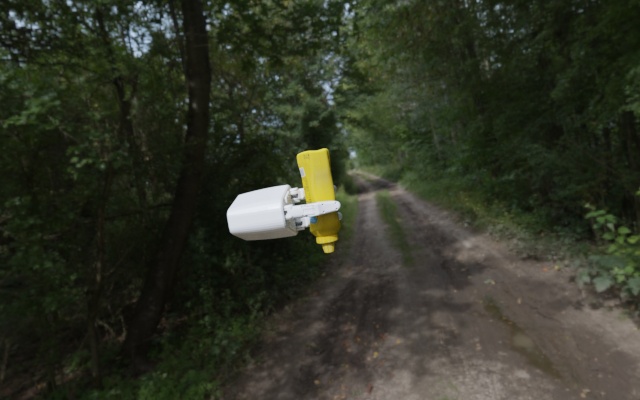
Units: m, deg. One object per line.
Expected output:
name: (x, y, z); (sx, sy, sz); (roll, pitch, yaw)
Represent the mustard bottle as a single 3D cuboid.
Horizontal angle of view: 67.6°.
mustard bottle: (0.000, 0.003, 0.891); (0.058, 0.191, 0.096); (-10, 3, -15)
